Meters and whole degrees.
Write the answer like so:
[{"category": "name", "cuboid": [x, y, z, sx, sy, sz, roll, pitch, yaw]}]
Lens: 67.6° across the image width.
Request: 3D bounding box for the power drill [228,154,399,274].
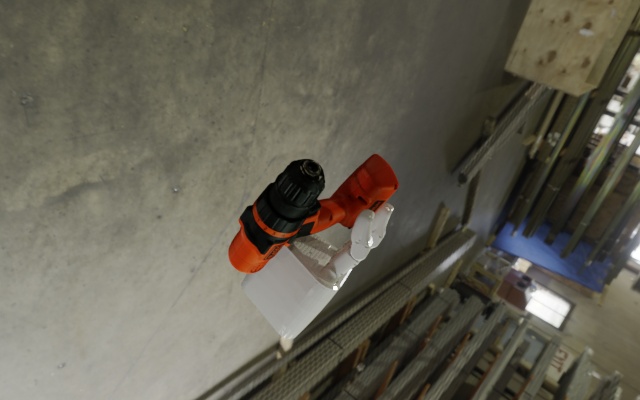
[{"category": "power drill", "cuboid": [0.000, 0.002, 0.530, 0.187, 0.057, 0.184, -18, -20, -40]}]
